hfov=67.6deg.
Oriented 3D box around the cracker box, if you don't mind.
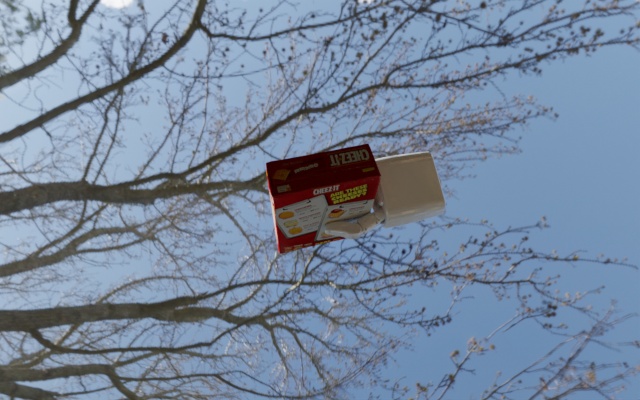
[{"bbox_3d":[0.000,0.003,0.791,0.164,0.072,0.214,-12,-28,-8],"label":"cracker box"}]
